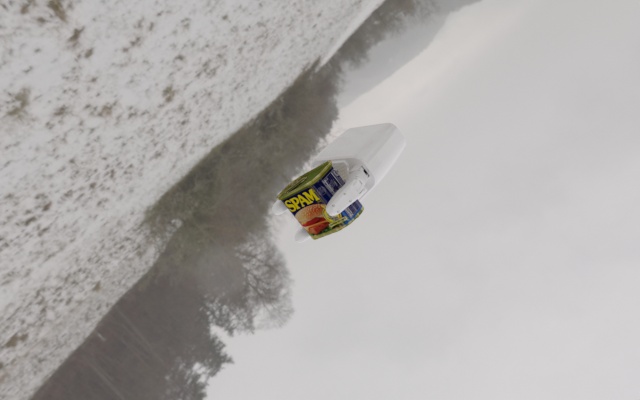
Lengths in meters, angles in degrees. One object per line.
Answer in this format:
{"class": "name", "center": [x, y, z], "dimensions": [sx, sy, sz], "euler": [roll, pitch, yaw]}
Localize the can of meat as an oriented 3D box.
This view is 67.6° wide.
{"class": "can of meat", "center": [0.000, 0.002, 0.680], "dimensions": [0.102, 0.084, 0.057], "euler": [-24, 19, 48]}
